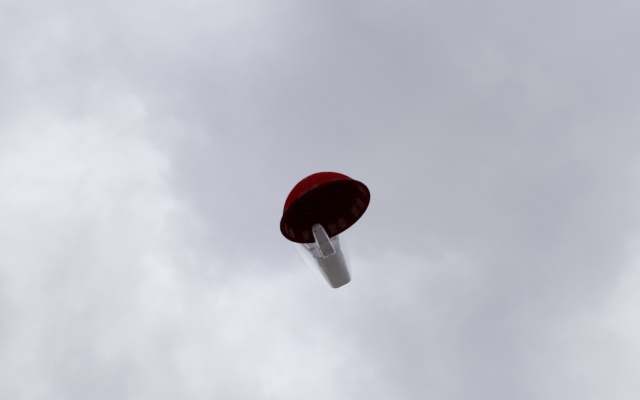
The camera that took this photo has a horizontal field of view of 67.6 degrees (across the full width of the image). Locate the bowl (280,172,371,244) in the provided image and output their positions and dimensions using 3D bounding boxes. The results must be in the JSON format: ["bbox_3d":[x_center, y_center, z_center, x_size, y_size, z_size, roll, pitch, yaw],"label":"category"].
[{"bbox_3d":[0.000,0.001,0.801,0.162,0.055,0.162,-18,-35,-13],"label":"bowl"}]
